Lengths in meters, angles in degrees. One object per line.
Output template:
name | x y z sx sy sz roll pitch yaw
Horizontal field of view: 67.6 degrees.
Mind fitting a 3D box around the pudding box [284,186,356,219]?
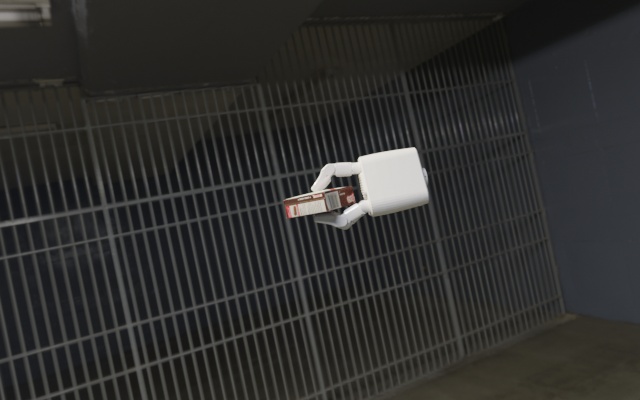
pudding box | 0.000 0.003 0.875 0.090 0.039 0.113 -12 -1 30
